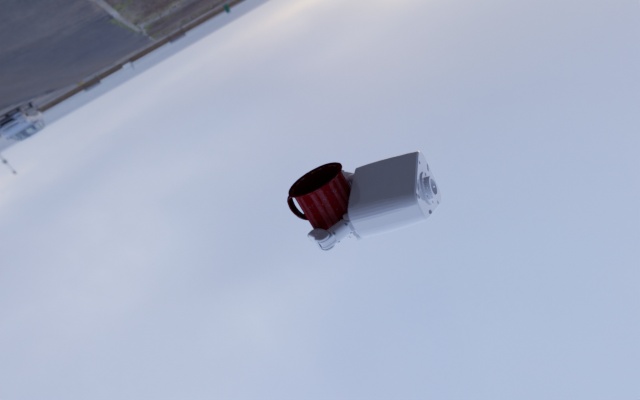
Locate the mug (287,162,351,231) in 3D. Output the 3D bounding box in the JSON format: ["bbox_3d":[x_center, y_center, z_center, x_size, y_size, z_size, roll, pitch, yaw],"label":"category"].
[{"bbox_3d":[-0.001,0.003,0.743,0.117,0.081,0.093,-16,26,32],"label":"mug"}]
